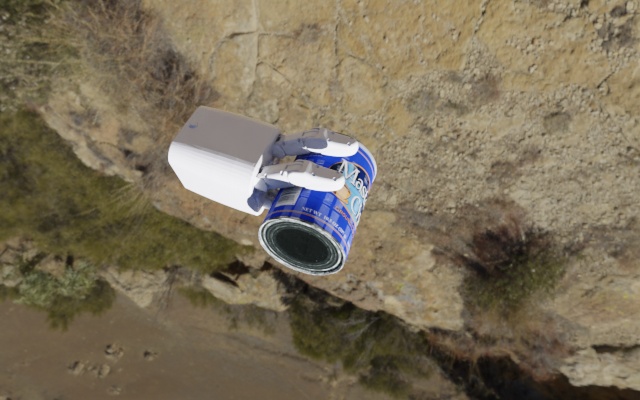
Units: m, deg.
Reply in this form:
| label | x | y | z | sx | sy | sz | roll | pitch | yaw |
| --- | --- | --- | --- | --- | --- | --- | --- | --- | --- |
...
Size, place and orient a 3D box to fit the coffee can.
| label | x | y | z | sx | sy | sz | roll | pitch | yaw |
| --- | --- | --- | --- | --- | --- | --- | --- | --- | --- |
| coffee can | 0.000 | 0.002 | 0.567 | 0.103 | 0.140 | 0.103 | 14 | -38 | 11 |
